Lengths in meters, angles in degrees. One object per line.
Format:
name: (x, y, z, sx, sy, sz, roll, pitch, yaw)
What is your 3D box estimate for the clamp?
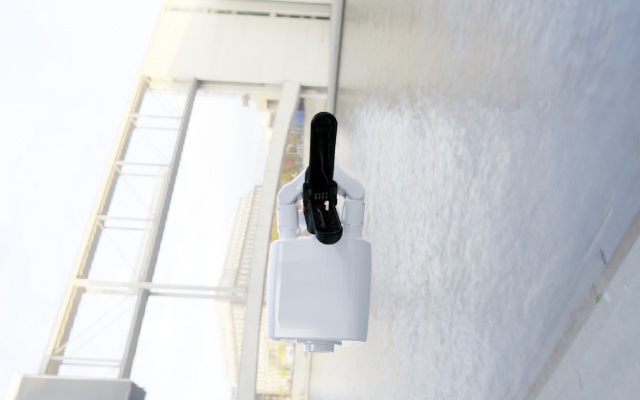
clamp: (-0.001, 0.002, 0.486, 0.039, 0.120, 0.171, 3, -21, -1)
